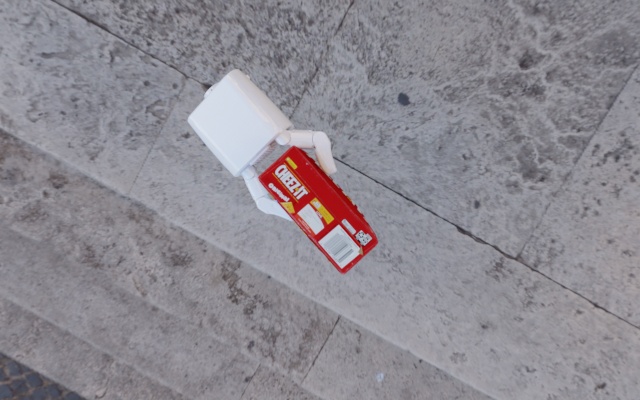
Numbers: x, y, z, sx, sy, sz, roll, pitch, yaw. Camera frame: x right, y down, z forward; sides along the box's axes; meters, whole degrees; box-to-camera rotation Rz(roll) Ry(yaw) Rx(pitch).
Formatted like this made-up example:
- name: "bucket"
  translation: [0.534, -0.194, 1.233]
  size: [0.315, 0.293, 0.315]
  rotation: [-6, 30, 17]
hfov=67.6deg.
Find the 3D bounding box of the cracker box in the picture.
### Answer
- name: "cracker box"
  translation: [0.000, 0.002, 0.689]
  size: [0.072, 0.164, 0.213]
  rotation: [-41, 3, 4]
